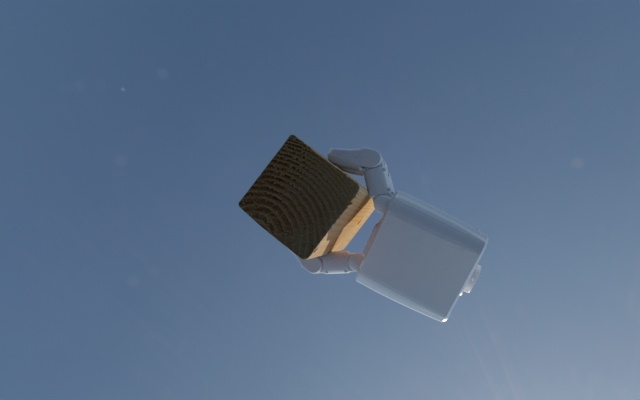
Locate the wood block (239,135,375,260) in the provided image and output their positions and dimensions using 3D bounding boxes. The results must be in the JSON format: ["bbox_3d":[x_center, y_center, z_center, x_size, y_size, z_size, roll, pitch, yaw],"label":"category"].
[{"bbox_3d":[0.000,0.002,0.553,0.090,0.091,0.206,38,5,12],"label":"wood block"}]
